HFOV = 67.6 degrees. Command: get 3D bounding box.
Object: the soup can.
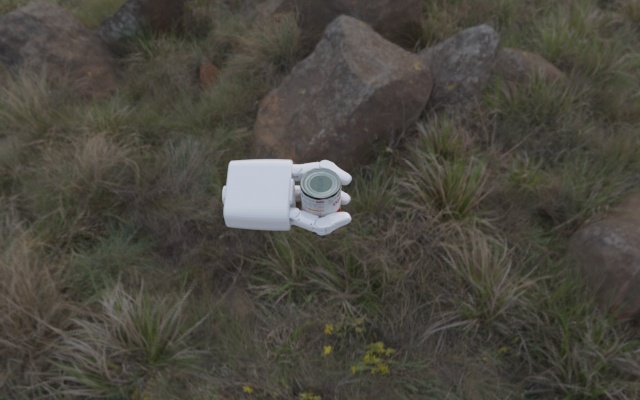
[{"bbox_3d":[0.001,0.002,0.791,0.068,0.068,0.102,0,-39,0],"label":"soup can"}]
